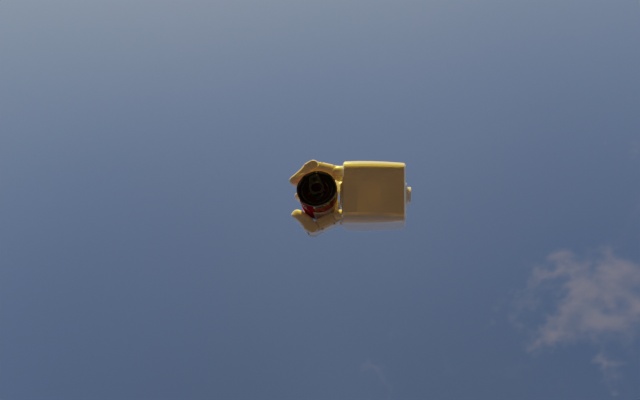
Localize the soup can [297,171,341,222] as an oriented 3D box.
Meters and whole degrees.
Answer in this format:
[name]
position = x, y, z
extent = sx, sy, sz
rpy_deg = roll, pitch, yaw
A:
[soup can]
position = 0.000, 0.003, 0.837
extent = 0.068, 0.068, 0.102
rpy_deg = 0, -28, 9
